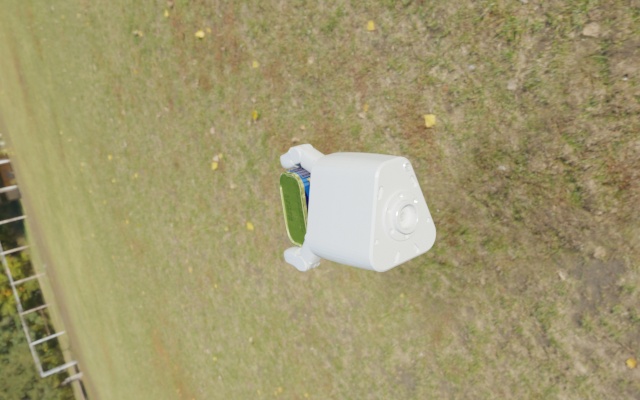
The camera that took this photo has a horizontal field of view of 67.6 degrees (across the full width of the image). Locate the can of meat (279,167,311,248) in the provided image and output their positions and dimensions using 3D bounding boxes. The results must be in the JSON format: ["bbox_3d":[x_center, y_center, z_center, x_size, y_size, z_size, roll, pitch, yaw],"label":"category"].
[{"bbox_3d":[0.000,0.002,0.599,0.084,0.102,0.057,-19,19,-32],"label":"can of meat"}]
